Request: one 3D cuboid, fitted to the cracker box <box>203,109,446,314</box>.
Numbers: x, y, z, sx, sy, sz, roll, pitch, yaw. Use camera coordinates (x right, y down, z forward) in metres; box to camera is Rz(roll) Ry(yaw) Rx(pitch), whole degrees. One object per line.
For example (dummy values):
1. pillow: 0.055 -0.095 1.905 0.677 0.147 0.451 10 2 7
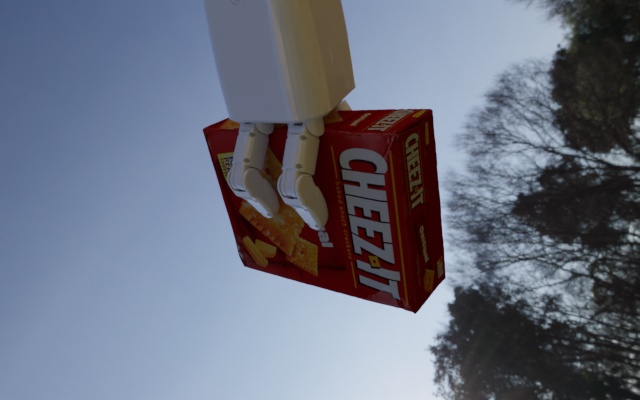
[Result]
1. cracker box: 0.000 0.001 0.452 0.213 0.164 0.072 8 30 37
